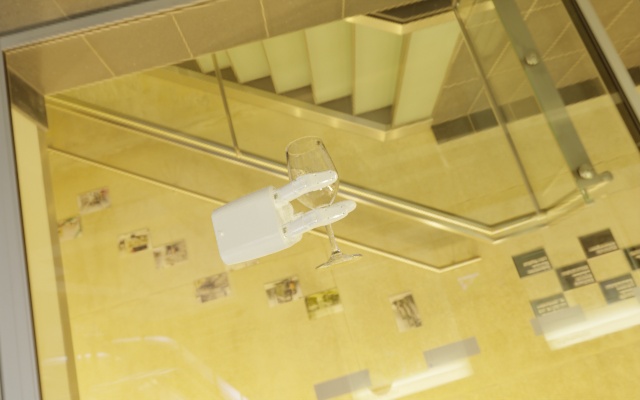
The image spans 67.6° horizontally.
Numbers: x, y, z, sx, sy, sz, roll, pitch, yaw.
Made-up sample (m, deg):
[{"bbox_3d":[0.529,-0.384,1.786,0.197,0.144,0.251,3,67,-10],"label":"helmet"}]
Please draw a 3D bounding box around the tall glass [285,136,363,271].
[{"bbox_3d":[0.000,0.003,0.740,0.079,0.201,0.079,-15,-16,-4],"label":"tall glass"}]
